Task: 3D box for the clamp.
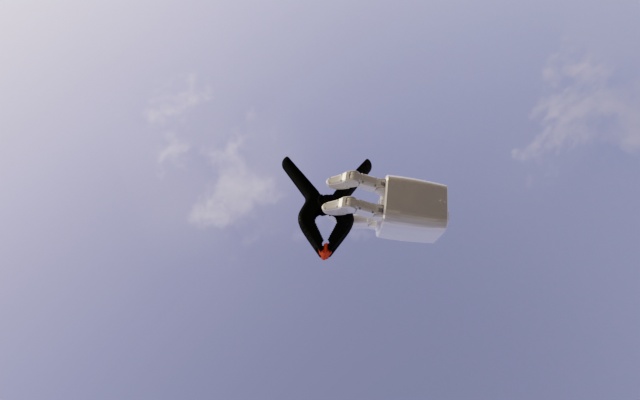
[{"bbox_3d":[0.000,0.004,0.833,0.164,0.209,0.036,7,-34,4],"label":"clamp"}]
